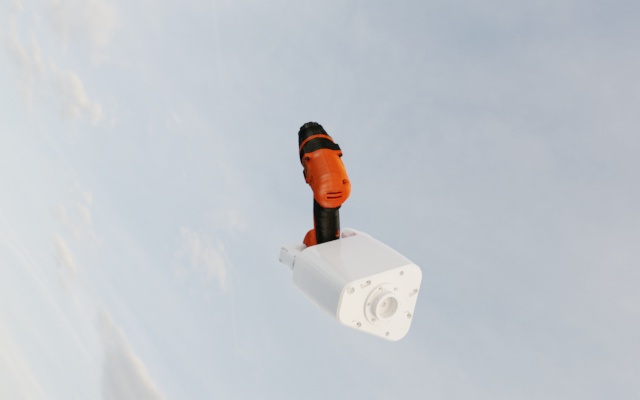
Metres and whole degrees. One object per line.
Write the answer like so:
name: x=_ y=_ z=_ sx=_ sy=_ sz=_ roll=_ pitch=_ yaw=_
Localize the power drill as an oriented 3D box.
power drill: x=0.000 y=0.003 z=0.656 sx=0.057 sy=0.188 sz=0.184 roll=-7 pitch=33 yaw=-5
